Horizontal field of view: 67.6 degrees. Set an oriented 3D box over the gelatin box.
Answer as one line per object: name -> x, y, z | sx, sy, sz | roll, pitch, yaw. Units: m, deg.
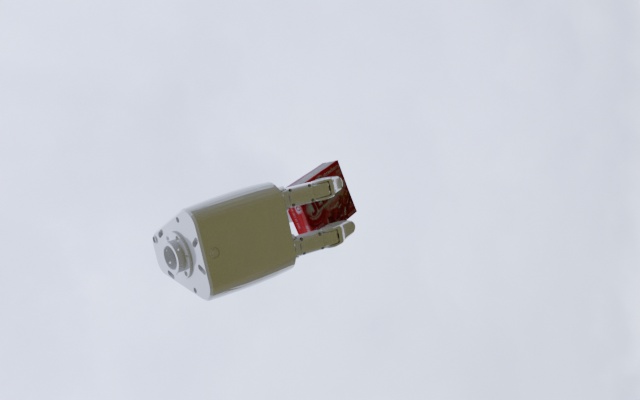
gelatin box -> 0.000, 0.002, 0.579 | 0.030, 0.073, 0.089 | -7, 22, 43
